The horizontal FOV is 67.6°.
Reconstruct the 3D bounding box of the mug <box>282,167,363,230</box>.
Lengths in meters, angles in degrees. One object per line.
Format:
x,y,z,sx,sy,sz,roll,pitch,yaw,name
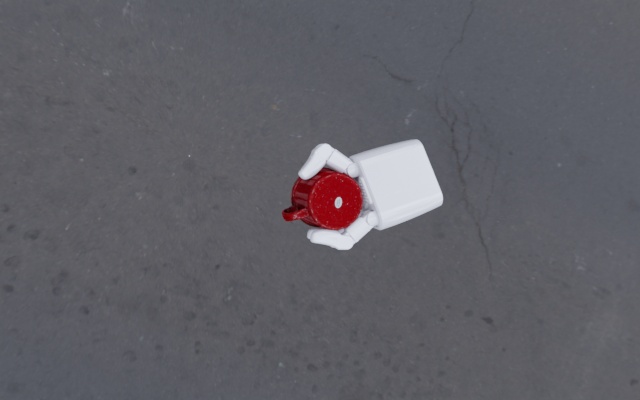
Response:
-0.001,0.003,0.691,0.117,0.093,0.081,-20,10,-14,mug
